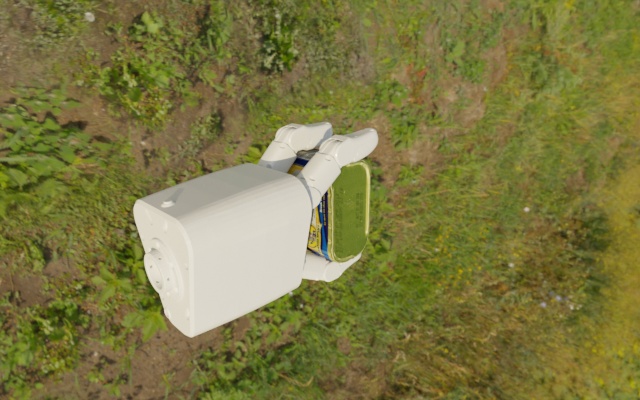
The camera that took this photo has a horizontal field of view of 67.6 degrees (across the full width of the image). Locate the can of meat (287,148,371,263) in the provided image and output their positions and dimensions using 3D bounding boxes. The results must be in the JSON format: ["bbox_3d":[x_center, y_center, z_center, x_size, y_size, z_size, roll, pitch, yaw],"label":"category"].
[{"bbox_3d":[0.000,0.002,0.460,0.057,0.102,0.084,-17,25,-39],"label":"can of meat"}]
